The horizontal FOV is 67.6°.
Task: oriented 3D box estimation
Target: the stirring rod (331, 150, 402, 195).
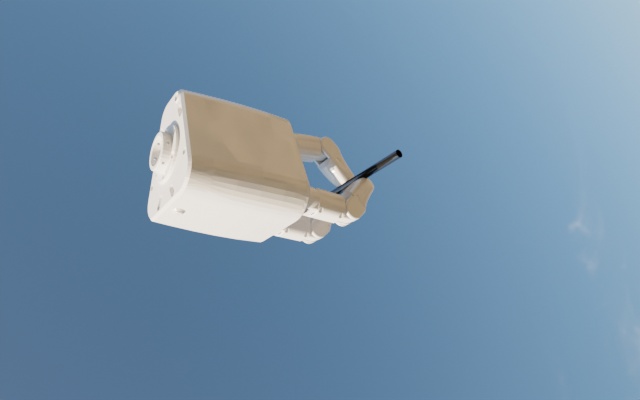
[{"bbox_3d":[0.000,0.002,0.518,0.011,0.011,0.239,0,-22,-39],"label":"stirring rod"}]
